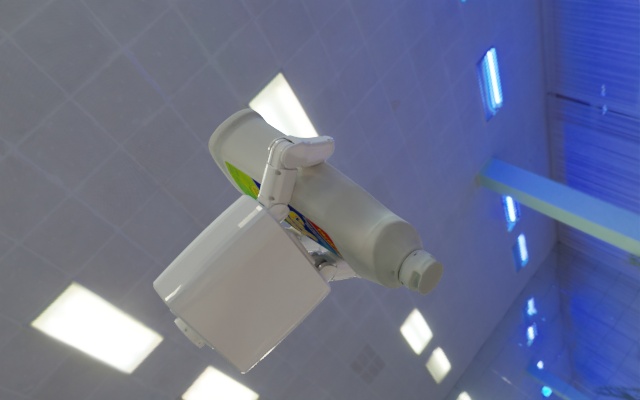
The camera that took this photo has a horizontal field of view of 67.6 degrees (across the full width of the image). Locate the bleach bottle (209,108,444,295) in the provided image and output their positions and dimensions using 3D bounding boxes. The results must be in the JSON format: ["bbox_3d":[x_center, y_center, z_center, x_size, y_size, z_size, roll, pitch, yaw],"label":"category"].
[{"bbox_3d":[0.000,0.001,0.429,0.250,0.068,0.103,33,-20,41],"label":"bleach bottle"}]
